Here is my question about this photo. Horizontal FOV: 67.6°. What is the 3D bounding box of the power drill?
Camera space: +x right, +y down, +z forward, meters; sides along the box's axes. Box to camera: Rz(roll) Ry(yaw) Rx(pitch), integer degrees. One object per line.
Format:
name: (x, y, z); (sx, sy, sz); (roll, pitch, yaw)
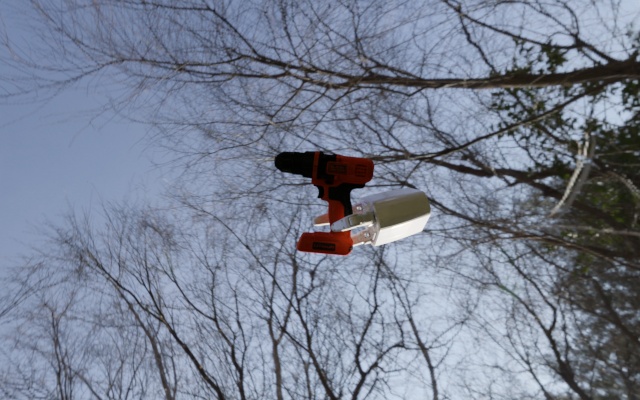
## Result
power drill: (0.000, 0.003, 0.888); (0.184, 0.188, 0.057); (6, 11, 4)
